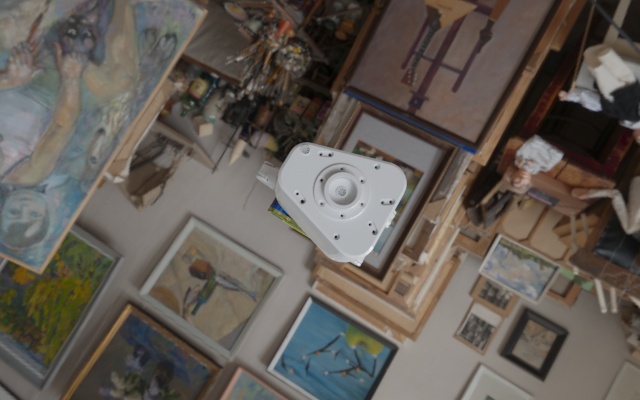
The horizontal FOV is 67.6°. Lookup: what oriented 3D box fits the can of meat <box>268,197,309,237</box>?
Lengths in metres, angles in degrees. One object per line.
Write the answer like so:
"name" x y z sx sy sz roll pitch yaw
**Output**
"can of meat" 0.000 0.002 0.564 0.102 0.084 0.057 31 -8 -3
